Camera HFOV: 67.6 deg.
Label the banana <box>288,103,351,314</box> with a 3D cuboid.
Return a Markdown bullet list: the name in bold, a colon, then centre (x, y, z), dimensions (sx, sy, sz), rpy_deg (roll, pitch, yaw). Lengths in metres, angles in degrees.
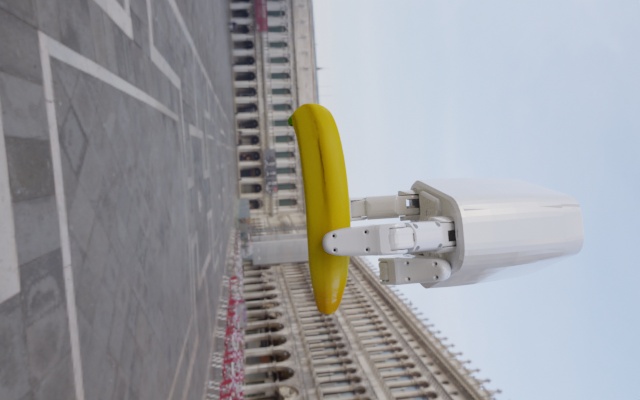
- **banana**: centre (0.001, -0.011, 0.393), dimensions (0.037, 0.197, 0.070), rpy_deg (-4, -28, -9)
